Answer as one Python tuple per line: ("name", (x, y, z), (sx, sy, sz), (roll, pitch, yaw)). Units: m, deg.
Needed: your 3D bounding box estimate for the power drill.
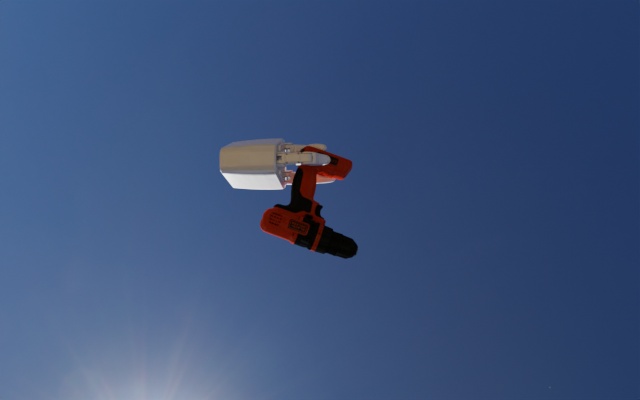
("power drill", (0.000, 0.002, 0.893), (0.184, 0.187, 0.057), (20, -23, -5))
